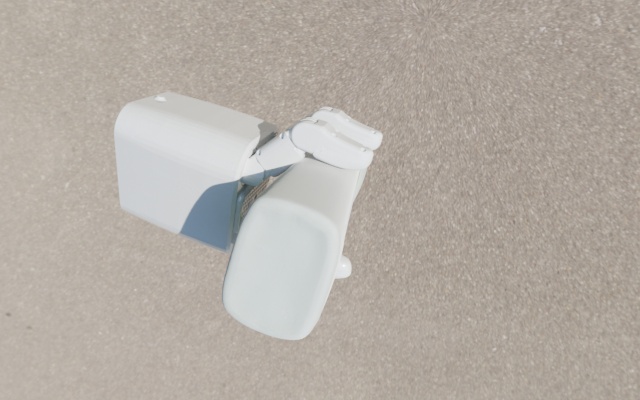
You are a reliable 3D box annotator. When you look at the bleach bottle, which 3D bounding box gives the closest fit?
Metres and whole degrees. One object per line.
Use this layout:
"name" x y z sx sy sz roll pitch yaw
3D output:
"bleach bottle" 0.000 0.001 0.409 0.068 0.103 0.250 21 23 5
